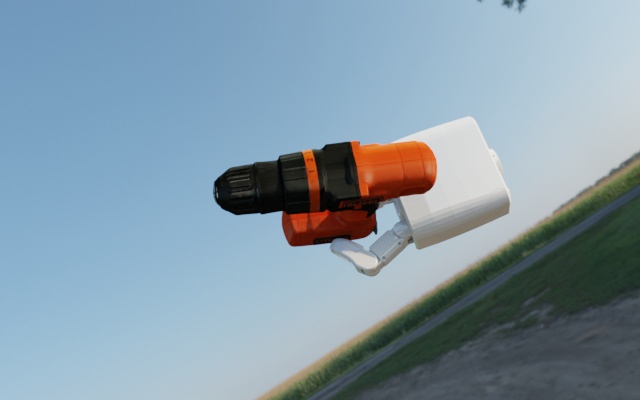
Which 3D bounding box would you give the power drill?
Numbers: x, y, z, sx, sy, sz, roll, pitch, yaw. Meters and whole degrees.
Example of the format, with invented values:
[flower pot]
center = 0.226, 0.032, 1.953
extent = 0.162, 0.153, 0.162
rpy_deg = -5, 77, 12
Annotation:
[power drill]
center = 0.000, 0.002, 0.458
extent = 0.184, 0.057, 0.188
rpy_deg = -6, -13, -6
